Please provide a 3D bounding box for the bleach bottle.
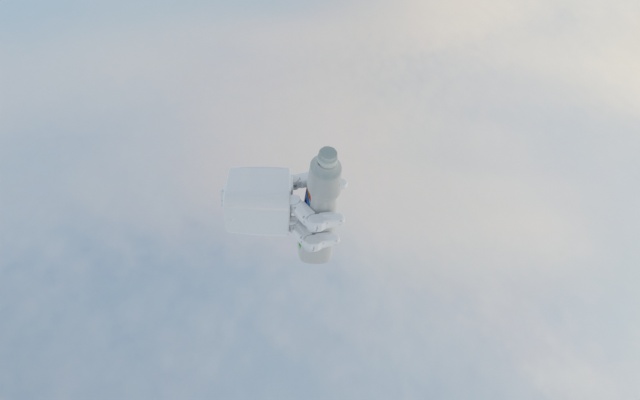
[{"bbox_3d":[0.000,0.003,0.810,0.068,0.102,0.251,2,-40,-5],"label":"bleach bottle"}]
